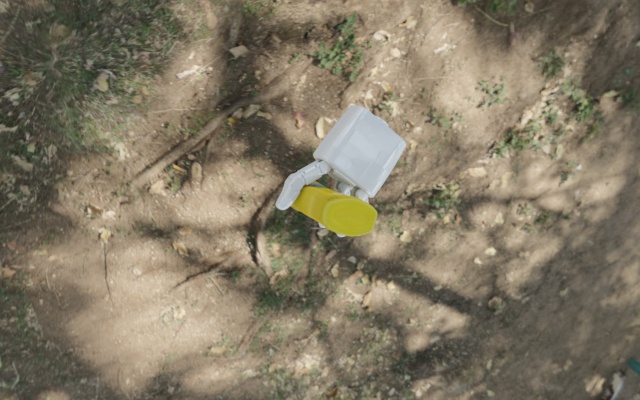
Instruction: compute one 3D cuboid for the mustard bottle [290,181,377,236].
[{"bbox_3d":[0.000,0.003,0.767,0.096,0.058,0.191,10,9,-31],"label":"mustard bottle"}]
